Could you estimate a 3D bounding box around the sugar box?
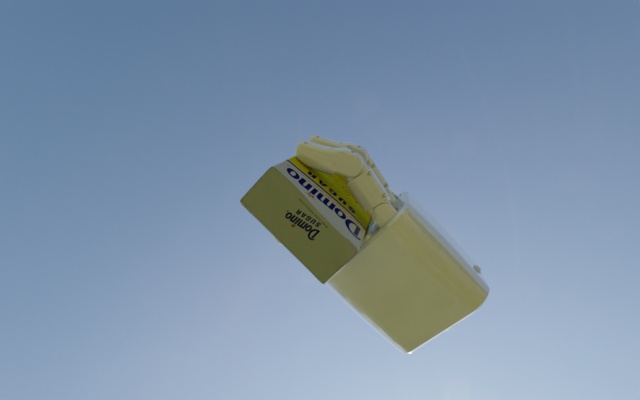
[{"bbox_3d":[0.001,0.001,0.436,0.048,0.093,0.176,-45,1,14],"label":"sugar box"}]
